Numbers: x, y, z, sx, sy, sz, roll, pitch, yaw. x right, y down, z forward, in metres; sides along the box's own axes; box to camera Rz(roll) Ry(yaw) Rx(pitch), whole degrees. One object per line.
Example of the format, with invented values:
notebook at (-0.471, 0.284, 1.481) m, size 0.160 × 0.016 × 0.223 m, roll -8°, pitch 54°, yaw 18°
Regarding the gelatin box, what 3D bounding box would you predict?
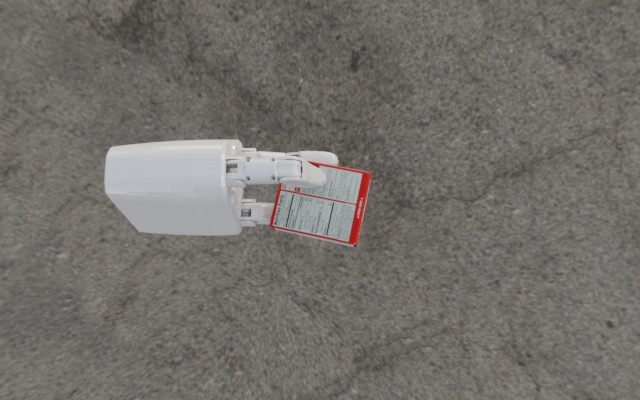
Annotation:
gelatin box at (0.000, 0.002, 0.476) m, size 0.089 × 0.073 × 0.030 m, roll 11°, pitch -9°, yaw 7°
